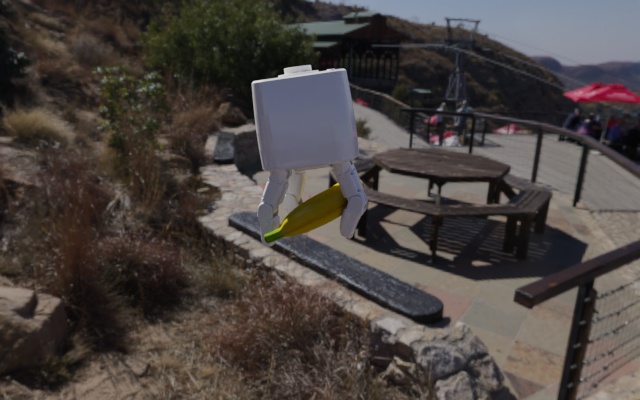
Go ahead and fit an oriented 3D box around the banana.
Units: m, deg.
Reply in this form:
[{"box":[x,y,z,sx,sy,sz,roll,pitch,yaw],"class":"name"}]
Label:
[{"box":[0.012,0.001,0.621,0.069,0.037,0.197,-8,13,42],"class":"banana"}]
